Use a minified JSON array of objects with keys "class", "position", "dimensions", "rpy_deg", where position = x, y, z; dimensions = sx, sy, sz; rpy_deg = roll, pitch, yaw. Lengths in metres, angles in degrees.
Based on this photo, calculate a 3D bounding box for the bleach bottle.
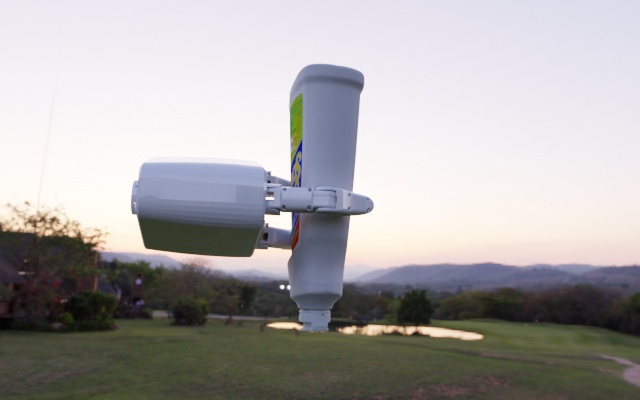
[{"class":"bleach bottle","position":[0.000,0.002,0.479],"dimensions":[0.068,0.250,0.102],"rpy_deg":[4,-10,-14]}]
